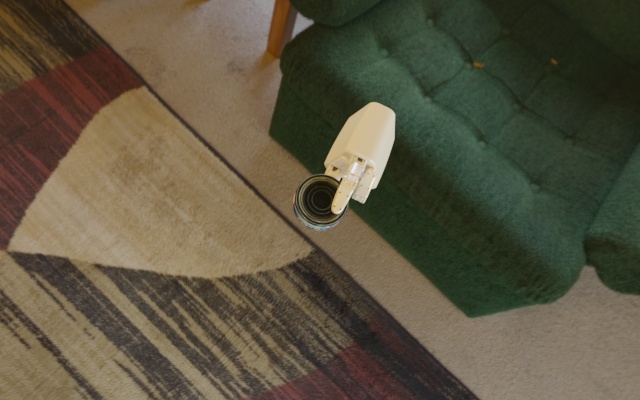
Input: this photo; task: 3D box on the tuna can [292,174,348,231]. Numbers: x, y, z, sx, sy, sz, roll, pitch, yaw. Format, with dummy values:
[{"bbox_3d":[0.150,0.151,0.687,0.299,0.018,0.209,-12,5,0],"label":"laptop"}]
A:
[{"bbox_3d":[0.000,0.002,0.748,0.086,0.086,0.034,0,-14,-10],"label":"tuna can"}]
